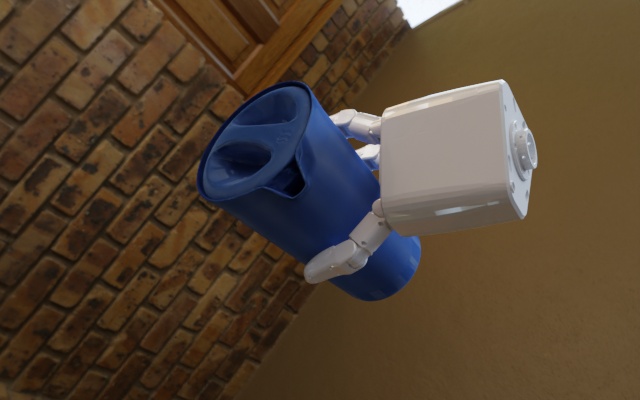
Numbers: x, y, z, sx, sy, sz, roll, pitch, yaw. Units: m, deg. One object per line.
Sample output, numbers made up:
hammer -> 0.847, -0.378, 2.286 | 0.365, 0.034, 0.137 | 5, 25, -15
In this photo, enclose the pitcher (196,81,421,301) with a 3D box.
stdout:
pitcher -> 0.000, 0.002, 0.497 | 0.145, 0.149, 0.243 | -13, -41, 34
